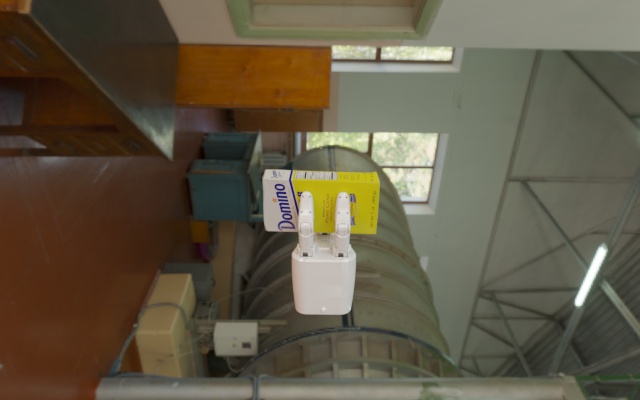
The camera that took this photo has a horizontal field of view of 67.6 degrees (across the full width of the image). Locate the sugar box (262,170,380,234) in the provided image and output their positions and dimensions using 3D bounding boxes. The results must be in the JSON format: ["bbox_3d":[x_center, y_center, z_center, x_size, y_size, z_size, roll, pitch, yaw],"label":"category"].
[{"bbox_3d":[0.000,0.003,0.742,0.176,0.093,0.048,0,26,-1],"label":"sugar box"}]
